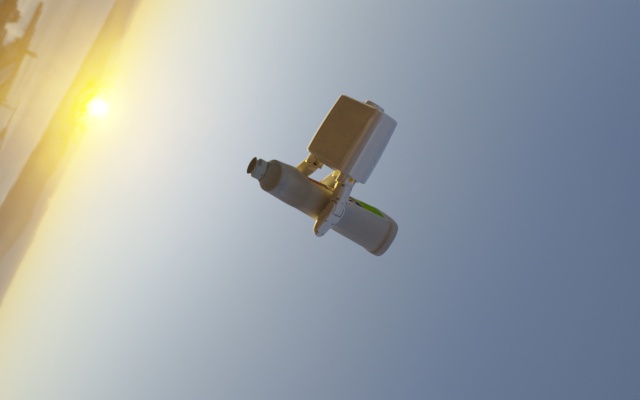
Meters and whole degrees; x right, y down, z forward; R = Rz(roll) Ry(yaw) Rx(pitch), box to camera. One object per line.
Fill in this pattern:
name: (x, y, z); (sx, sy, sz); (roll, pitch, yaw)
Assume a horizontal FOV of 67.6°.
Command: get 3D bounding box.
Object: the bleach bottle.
bleach bottle: (0.000, 0.002, 0.752); (0.251, 0.068, 0.102); (28, 8, -28)
